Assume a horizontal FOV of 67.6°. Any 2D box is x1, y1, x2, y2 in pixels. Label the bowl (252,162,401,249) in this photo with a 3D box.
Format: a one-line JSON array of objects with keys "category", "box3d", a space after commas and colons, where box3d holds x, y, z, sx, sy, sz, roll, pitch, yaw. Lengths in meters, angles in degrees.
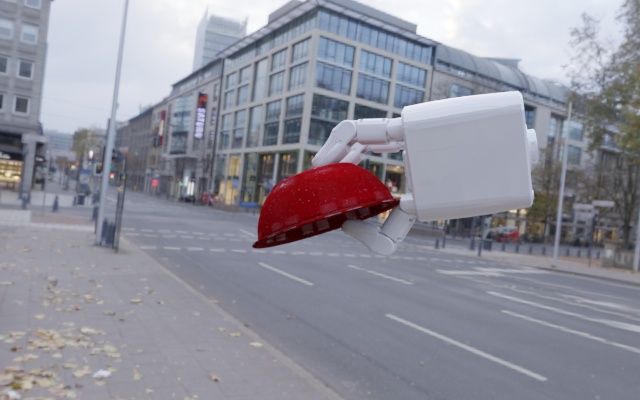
[{"category": "bowl", "box3d": [-0.001, 0.002, 0.500, 0.162, 0.055, 0.162, -17, -8, -3]}]
